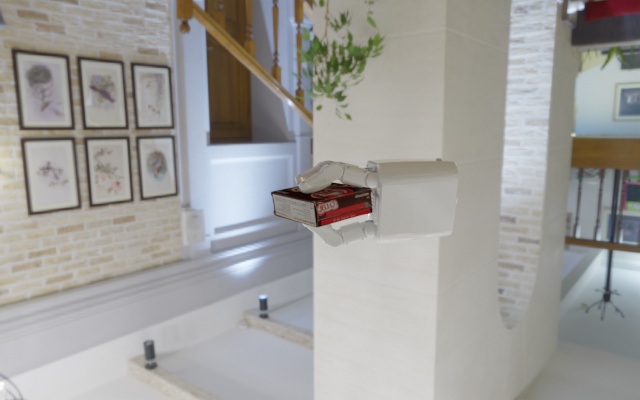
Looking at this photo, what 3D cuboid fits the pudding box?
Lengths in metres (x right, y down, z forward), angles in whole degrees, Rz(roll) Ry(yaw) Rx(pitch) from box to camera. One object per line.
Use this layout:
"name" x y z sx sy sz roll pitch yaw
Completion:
"pudding box" 0.000 0.002 0.635 0.090 0.039 0.113 -12 11 -33
